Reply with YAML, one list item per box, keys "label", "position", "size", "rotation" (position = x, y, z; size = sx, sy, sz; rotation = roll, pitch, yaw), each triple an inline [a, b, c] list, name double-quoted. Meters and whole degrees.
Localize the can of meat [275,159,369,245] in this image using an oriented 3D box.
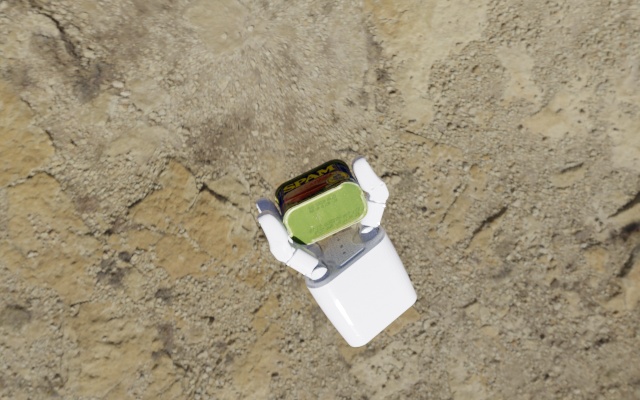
- label: "can of meat"
  position: [0.000, 0.002, 0.567]
  size: [0.102, 0.057, 0.084]
  rotation: [-26, 22, 1]
